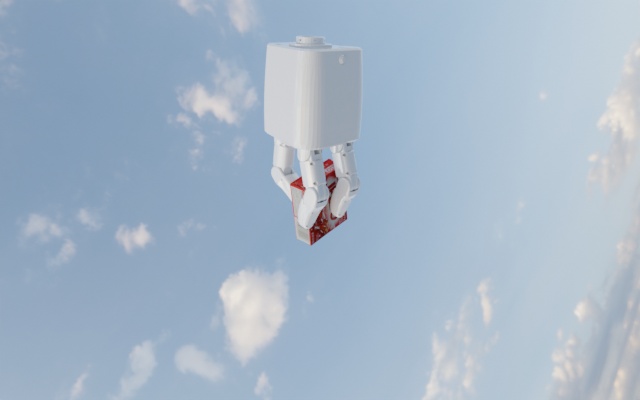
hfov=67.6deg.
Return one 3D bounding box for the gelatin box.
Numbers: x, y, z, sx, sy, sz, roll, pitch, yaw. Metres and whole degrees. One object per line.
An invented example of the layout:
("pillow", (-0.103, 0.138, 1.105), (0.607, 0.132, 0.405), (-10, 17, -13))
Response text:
("gelatin box", (0.000, 0.002, 0.610), (0.030, 0.089, 0.073), (25, 44, 36))
